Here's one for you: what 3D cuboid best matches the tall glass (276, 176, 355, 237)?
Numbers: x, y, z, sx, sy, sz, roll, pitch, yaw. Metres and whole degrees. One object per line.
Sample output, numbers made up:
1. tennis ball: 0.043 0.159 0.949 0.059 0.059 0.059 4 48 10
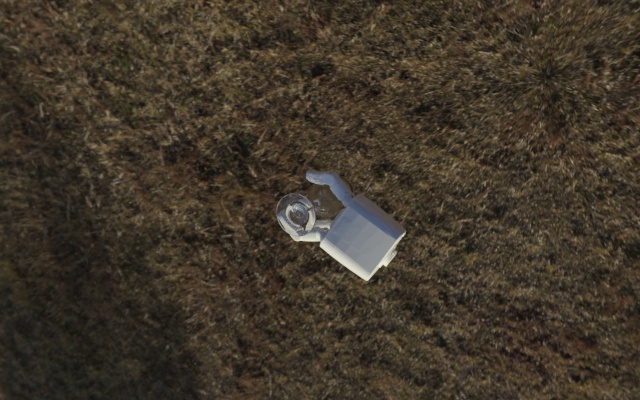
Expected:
1. tall glass: 0.000 0.003 0.881 0.079 0.079 0.201 0 13 25
